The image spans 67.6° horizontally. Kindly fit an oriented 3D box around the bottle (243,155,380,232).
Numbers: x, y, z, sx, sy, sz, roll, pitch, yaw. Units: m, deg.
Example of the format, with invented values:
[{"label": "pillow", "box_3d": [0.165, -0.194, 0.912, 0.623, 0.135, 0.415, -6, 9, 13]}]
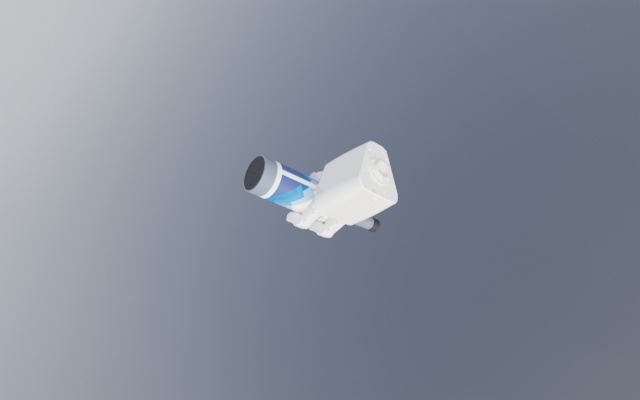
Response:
[{"label": "bottle", "box_3d": [0.000, 0.003, 0.881, 0.296, 0.069, 0.069, 24, -14, -35]}]
